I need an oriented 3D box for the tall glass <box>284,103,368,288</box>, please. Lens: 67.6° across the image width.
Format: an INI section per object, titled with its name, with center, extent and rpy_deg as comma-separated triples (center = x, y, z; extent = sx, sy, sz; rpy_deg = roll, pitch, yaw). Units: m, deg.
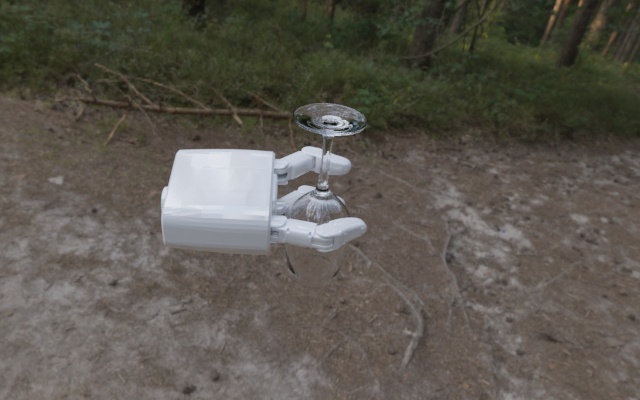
[tall glass]
center = 0.000, 0.001, 0.523
extent = 0.079, 0.201, 0.079
rpy_deg = 4, 33, -3
